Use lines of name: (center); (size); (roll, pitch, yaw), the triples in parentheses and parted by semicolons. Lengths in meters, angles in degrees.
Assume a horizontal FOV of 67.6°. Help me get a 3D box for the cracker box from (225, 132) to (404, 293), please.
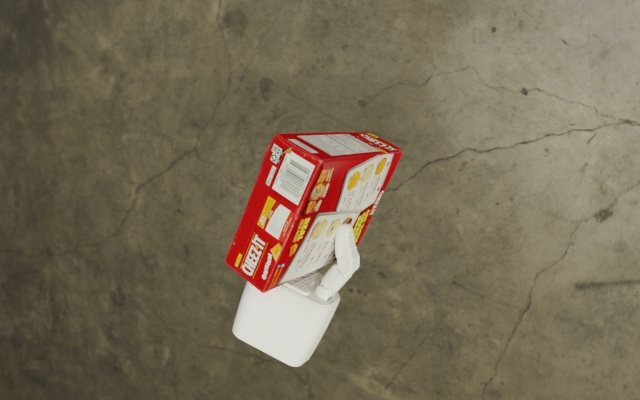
cracker box: (0.000, 0.002, 0.577); (0.072, 0.164, 0.213); (33, 23, 23)
